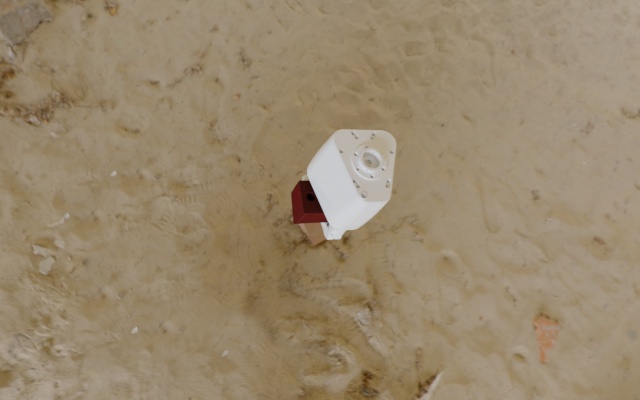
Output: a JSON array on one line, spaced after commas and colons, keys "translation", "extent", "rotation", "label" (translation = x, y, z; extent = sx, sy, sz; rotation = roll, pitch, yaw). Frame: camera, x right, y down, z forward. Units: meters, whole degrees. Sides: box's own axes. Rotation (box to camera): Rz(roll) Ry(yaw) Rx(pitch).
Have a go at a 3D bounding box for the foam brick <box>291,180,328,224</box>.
[{"translation": [0.000, 0.002, 0.716], "extent": [0.078, 0.053, 0.051], "rotation": [-2, -20, -19], "label": "foam brick"}]
